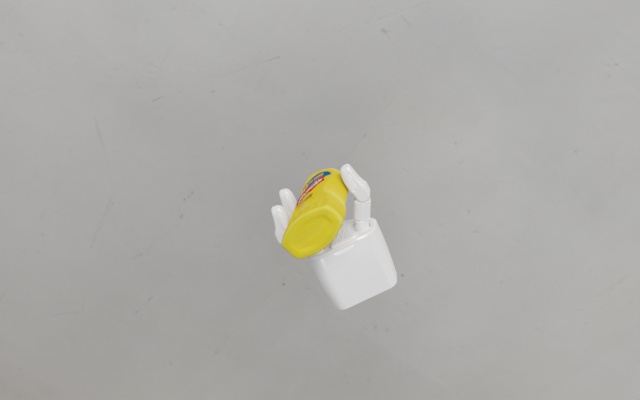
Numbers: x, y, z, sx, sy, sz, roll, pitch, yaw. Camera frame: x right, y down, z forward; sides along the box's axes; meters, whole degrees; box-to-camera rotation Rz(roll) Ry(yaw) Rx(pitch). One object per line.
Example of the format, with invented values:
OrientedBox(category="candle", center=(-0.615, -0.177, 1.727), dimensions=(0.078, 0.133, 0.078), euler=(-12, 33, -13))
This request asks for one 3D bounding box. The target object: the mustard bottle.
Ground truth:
OrientedBox(category="mustard bottle", center=(0.000, 0.002, 0.705), dimensions=(0.096, 0.058, 0.191), euler=(-44, 13, 24))
